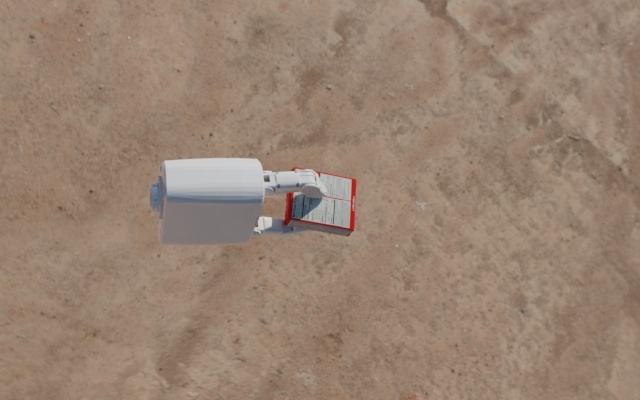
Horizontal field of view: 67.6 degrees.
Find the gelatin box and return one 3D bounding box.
[{"bbox_3d":[0.001,0.002,0.612,0.089,0.073,0.030,10,-25,-14],"label":"gelatin box"}]
